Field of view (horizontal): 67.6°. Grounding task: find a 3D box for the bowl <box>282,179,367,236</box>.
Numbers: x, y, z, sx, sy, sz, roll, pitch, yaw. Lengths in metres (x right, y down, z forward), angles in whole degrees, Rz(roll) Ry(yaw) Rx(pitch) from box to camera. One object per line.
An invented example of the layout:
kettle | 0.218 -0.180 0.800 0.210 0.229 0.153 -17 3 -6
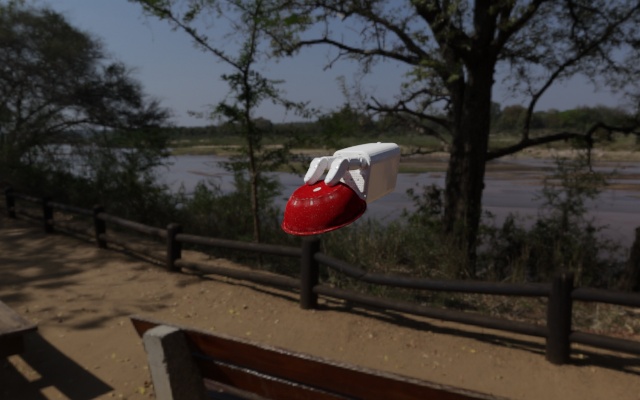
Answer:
bowl | -0.001 0.003 0.867 0.162 0.055 0.162 -14 21 5
